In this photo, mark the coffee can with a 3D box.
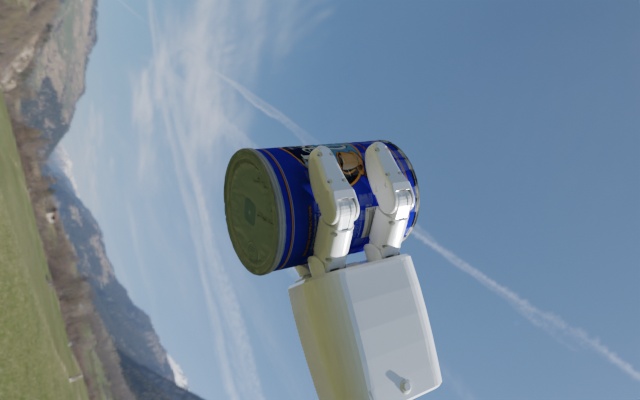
[{"bbox_3d":[0.000,0.001,0.419,0.140,0.103,0.103,-8,4,-32],"label":"coffee can"}]
